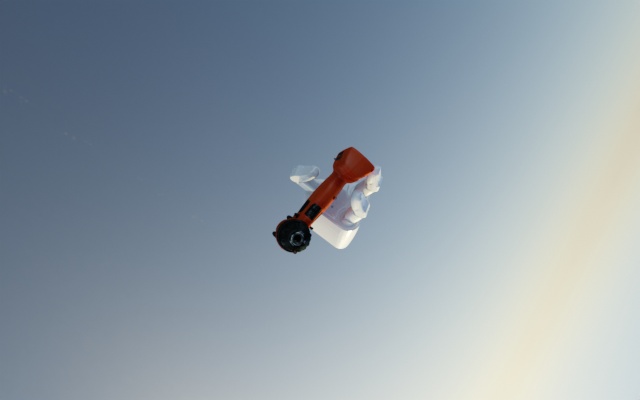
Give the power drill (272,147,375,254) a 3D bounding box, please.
[{"bbox_3d":[0.000,0.002,0.745,0.057,0.187,0.184,44,-6,-7],"label":"power drill"}]
